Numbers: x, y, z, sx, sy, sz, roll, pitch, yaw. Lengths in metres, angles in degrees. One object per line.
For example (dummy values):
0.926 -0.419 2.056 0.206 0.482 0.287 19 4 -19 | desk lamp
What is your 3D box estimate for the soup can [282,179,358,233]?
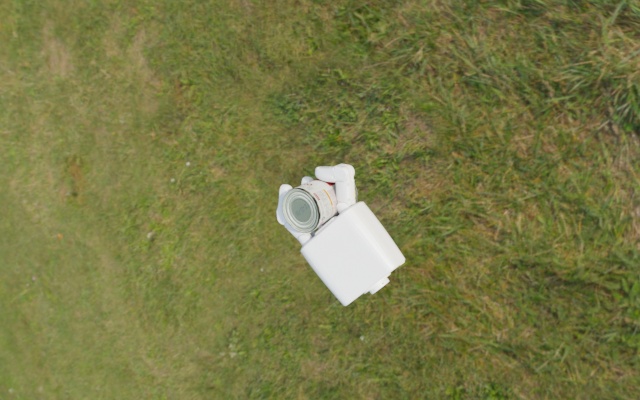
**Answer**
0.000 0.002 0.706 0.068 0.068 0.102 0 15 37 | soup can
